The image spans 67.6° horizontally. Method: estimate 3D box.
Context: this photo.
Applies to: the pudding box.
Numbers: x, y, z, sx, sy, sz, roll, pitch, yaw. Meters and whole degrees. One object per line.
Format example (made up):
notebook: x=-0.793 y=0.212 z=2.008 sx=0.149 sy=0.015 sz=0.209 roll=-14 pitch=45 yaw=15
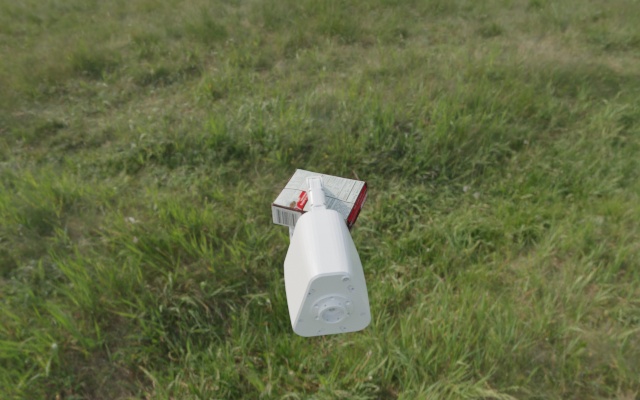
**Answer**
pudding box: x=0.000 y=0.002 z=0.668 sx=0.113 sy=0.039 sz=0.090 roll=13 pitch=42 yaw=17
